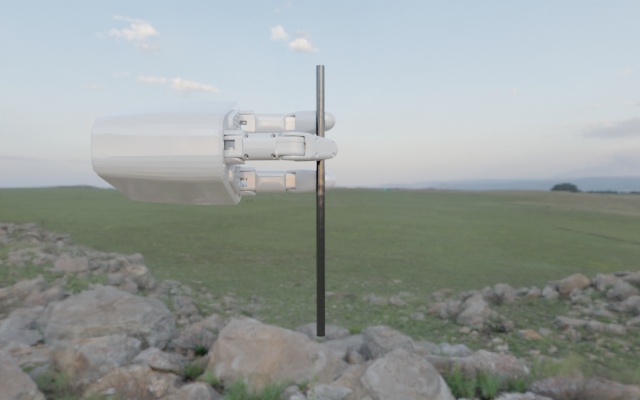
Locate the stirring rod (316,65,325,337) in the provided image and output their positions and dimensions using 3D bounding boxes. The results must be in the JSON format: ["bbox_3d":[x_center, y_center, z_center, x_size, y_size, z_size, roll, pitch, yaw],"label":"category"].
[{"bbox_3d":[0.000,0.001,0.426,0.011,0.239,0.011,0,2,0],"label":"stirring rod"}]
